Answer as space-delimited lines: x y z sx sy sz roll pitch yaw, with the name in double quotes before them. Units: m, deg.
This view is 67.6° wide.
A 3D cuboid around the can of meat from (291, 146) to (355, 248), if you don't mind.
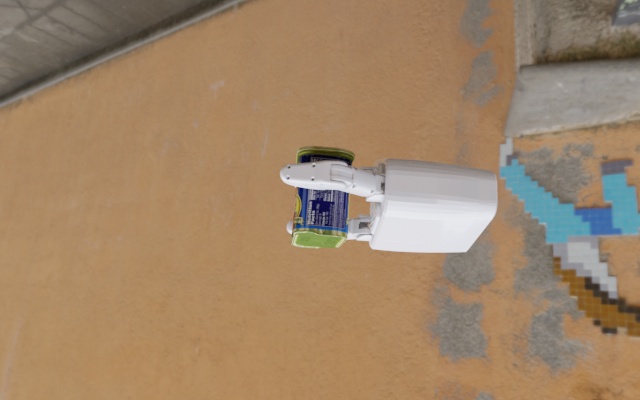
"can of meat" 0.000 0.002 0.486 0.057 0.084 0.102 5 -13 -4
